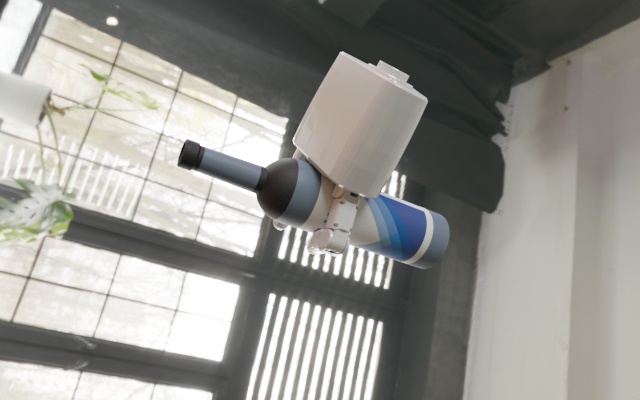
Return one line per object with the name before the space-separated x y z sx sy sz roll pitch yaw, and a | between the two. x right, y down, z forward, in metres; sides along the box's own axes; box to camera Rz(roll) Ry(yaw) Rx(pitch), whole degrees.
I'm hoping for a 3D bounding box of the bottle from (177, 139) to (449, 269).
bottle | 0.000 0.002 0.495 0.296 0.069 0.069 20 -8 -24
